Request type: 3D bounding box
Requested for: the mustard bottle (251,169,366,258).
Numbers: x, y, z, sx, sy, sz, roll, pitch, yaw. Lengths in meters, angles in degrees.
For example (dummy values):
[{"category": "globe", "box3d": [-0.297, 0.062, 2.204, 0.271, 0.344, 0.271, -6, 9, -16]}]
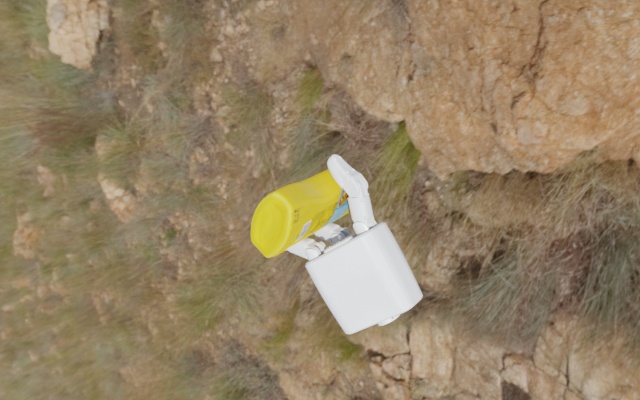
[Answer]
[{"category": "mustard bottle", "box3d": [0.000, 0.002, 0.620, 0.058, 0.096, 0.191, 43, 41, 19]}]
